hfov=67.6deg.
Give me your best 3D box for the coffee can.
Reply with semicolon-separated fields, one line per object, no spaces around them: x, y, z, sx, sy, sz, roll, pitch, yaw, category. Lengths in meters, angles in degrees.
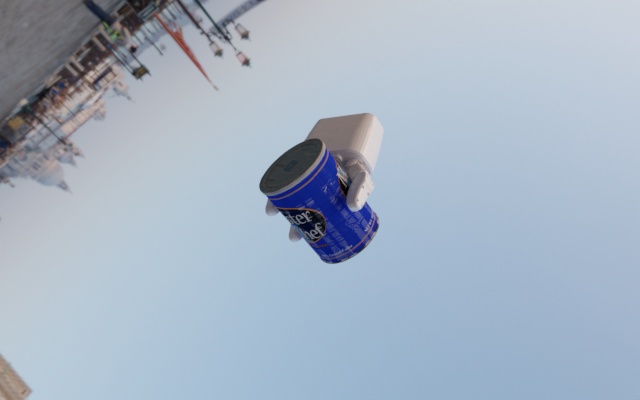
0.000;0.002;0.646;0.103;0.102;0.140;0;-44;52;coffee can
